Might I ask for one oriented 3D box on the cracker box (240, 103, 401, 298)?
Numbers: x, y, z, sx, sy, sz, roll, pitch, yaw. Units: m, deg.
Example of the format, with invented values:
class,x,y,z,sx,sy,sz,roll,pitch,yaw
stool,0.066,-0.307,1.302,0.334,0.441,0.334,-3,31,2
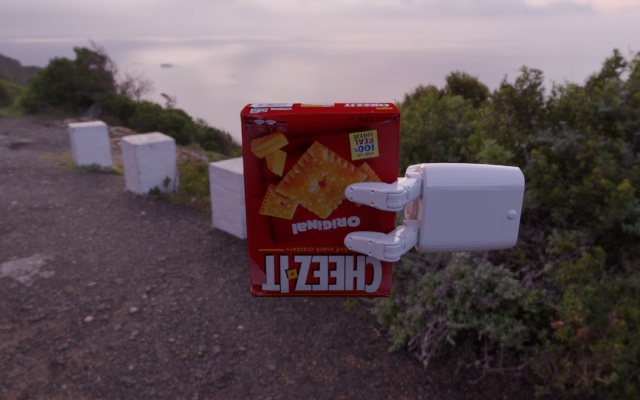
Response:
class,x,y,z,sx,sy,sz,roll,pitch,yaw
cracker box,0.000,0.002,0.532,0.164,0.214,0.072,0,19,1
